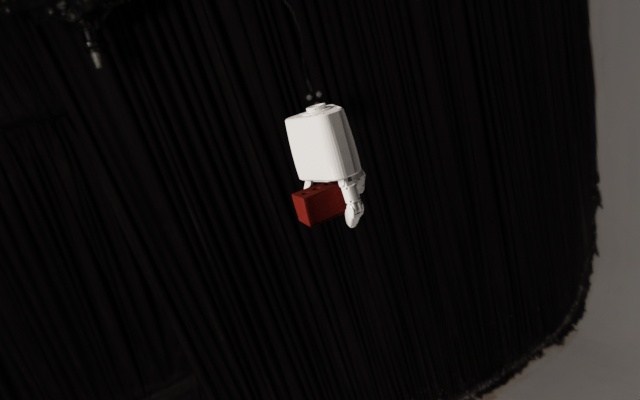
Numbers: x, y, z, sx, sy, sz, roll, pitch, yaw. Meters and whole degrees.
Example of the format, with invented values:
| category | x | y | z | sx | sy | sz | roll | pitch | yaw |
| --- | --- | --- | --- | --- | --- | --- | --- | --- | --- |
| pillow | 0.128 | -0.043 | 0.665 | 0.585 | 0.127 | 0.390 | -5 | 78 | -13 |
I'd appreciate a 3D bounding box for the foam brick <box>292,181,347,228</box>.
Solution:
| category | x | y | z | sx | sy | sz | roll | pitch | yaw |
| --- | --- | --- | --- | --- | --- | --- | --- | --- | --- |
| foam brick | 0.000 | 0.003 | 0.795 | 0.078 | 0.051 | 0.053 | -23 | 19 | -21 |
